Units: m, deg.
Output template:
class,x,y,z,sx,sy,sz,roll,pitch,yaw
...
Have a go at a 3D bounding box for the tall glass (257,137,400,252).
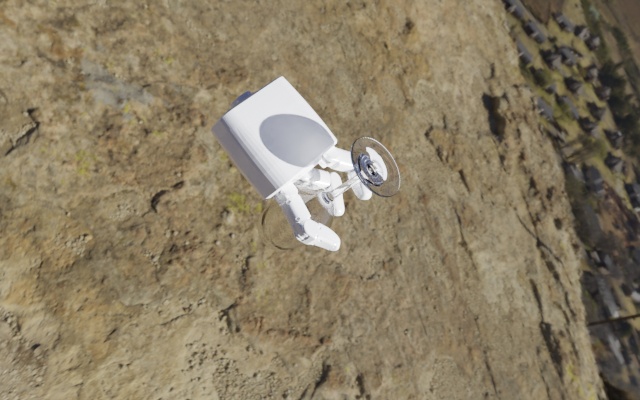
class,x,y,z,sx,sy,sz,roll,pitch,yaw
tall glass,0.001,0.002,0.592,0.079,0.079,0.201,0,-24,-42
